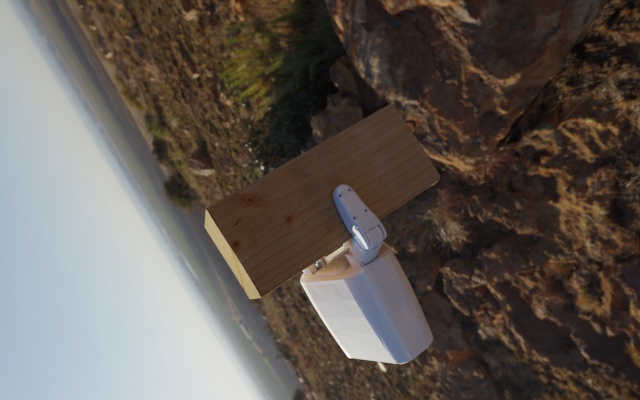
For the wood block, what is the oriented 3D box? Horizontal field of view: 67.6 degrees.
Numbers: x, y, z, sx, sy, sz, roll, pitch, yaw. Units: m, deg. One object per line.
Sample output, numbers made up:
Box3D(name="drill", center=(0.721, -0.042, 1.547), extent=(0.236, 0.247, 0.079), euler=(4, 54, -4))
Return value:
Box3D(name="wood block", center=(0.000, 0.002, 0.469), extent=(0.206, 0.090, 0.091), euler=(-32, -3, -19))
